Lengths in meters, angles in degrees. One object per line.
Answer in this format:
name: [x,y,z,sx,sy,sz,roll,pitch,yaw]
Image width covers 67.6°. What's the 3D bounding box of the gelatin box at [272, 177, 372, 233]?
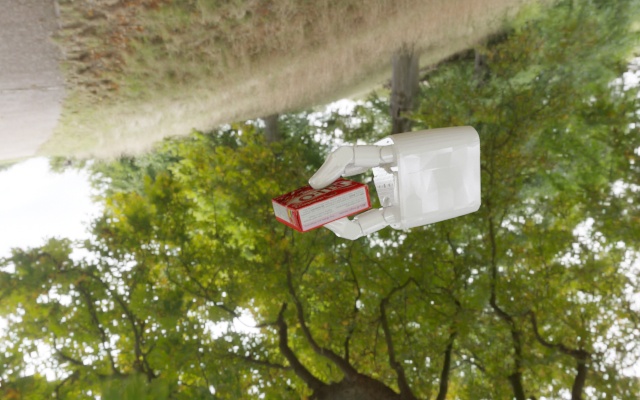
gelatin box: [0.000,0.002,0.531,0.089,0.030,0.073,-20,17,-22]
